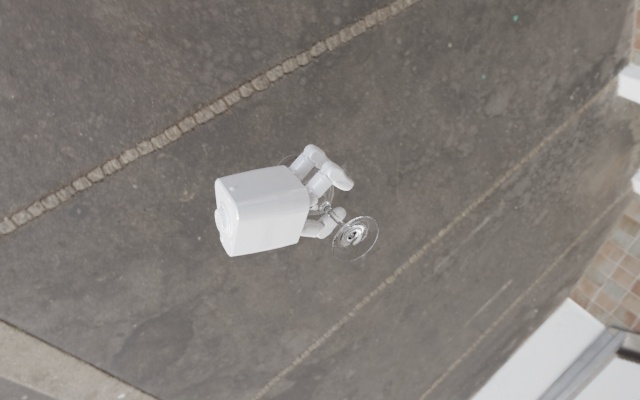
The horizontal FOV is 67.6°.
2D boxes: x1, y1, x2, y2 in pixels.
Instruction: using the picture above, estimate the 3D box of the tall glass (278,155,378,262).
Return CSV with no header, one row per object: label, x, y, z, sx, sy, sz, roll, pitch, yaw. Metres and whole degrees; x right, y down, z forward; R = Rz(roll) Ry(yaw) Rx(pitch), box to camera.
tall glass,0.001,0.003,0.719,0.079,0.079,0.201,0,31,-34
